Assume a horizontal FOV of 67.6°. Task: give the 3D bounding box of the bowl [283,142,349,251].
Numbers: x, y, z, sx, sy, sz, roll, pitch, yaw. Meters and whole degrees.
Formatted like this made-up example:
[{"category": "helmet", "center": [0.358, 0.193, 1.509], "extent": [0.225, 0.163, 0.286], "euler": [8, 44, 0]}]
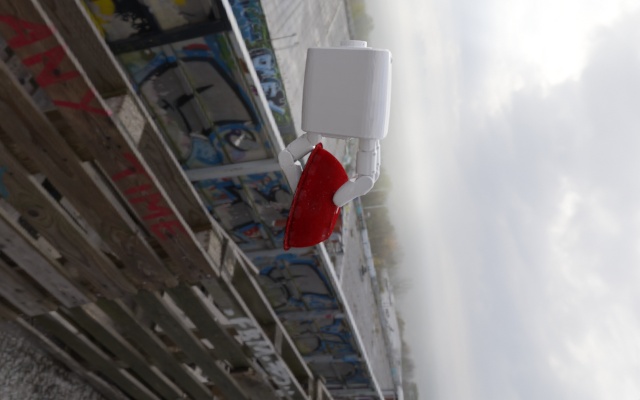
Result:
[{"category": "bowl", "center": [0.000, 0.003, 0.674], "extent": [0.055, 0.162, 0.162], "euler": [18, 2, 6]}]
